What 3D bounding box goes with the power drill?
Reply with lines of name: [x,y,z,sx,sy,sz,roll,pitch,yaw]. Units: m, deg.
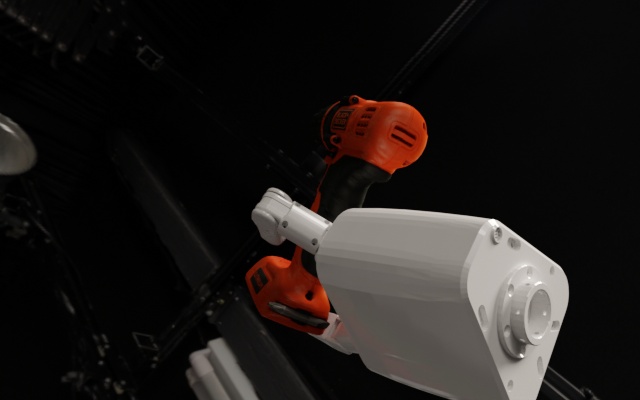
power drill: [0.000,0.002,0.404,0.057,0.187,0.184,23,3,-18]
